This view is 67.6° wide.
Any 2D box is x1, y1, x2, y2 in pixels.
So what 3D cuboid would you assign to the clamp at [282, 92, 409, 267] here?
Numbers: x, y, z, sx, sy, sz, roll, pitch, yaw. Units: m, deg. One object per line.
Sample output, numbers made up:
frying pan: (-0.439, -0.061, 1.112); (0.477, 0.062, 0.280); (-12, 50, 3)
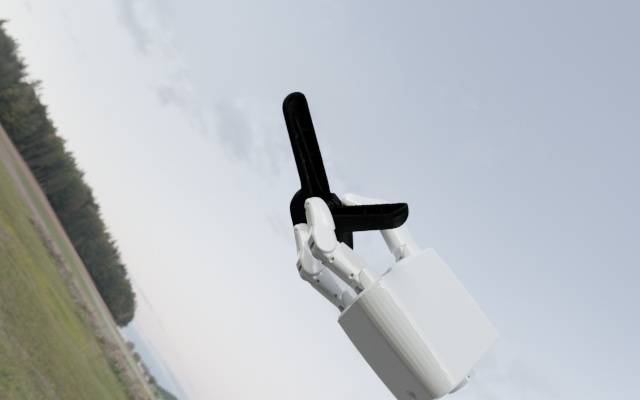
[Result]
clamp: (0.001, 0.002, 0.494); (0.036, 0.164, 0.210); (-27, -20, -26)
